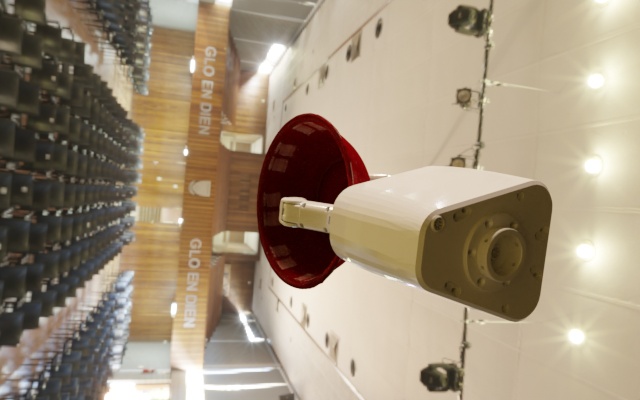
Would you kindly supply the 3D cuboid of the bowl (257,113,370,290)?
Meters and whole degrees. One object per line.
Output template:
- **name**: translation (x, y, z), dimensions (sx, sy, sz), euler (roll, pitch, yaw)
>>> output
- **bowl**: translation (0.000, 0.001, 0.456), dimensions (0.055, 0.162, 0.162), euler (3, -2, -36)
